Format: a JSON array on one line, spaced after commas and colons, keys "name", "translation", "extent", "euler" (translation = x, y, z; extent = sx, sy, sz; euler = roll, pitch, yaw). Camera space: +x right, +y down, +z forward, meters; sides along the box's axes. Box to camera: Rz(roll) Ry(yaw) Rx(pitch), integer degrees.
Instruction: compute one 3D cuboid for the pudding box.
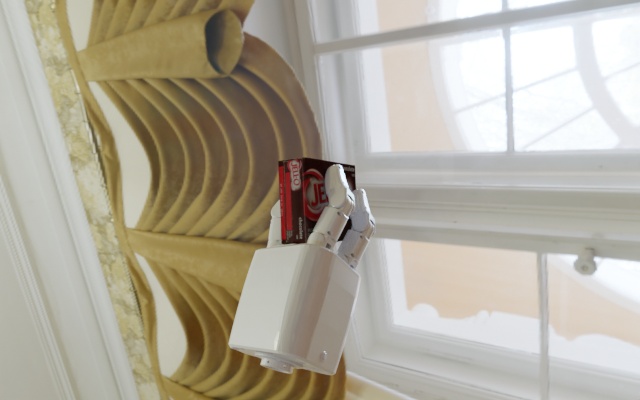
[{"name": "pudding box", "translation": [0.000, 0.002, 0.533], "extent": [0.039, 0.090, 0.113], "euler": [-3, -2, 31]}]
